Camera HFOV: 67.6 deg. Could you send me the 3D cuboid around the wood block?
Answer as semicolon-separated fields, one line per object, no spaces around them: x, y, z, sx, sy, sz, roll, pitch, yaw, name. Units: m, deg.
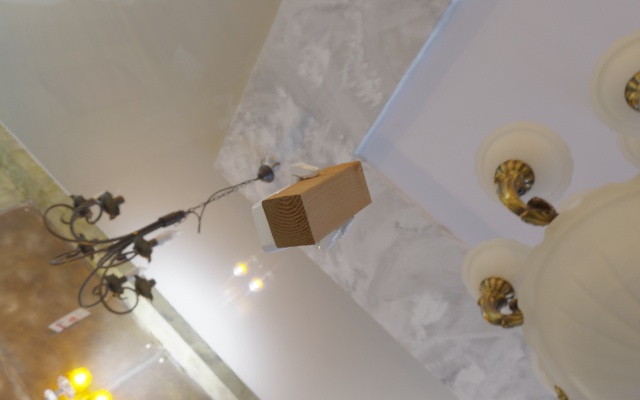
0.000;0.003;0.874;0.090;0.091;0.206;-9;14;36;wood block
